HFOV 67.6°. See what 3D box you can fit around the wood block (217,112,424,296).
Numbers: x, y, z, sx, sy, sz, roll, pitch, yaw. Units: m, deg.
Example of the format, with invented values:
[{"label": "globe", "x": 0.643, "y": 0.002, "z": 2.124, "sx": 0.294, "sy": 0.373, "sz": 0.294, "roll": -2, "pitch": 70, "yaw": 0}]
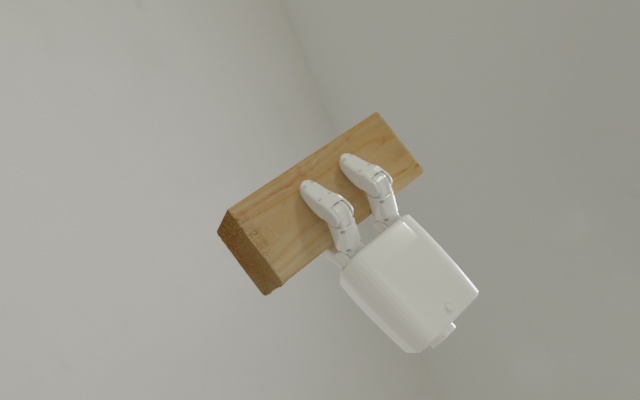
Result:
[{"label": "wood block", "x": 0.000, "y": 0.002, "z": 0.525, "sx": 0.206, "sy": 0.090, "sz": 0.091, "roll": -36, "pitch": -5, "yaw": -26}]
